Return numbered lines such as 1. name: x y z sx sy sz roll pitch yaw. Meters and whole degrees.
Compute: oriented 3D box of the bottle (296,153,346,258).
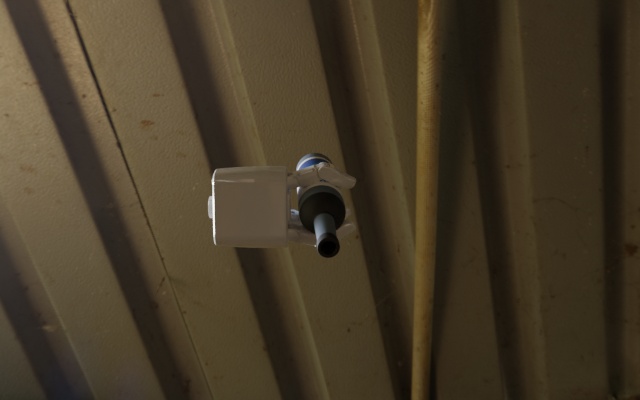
1. bottle: 0.000 0.002 0.705 0.069 0.069 0.295 0 22 -4
